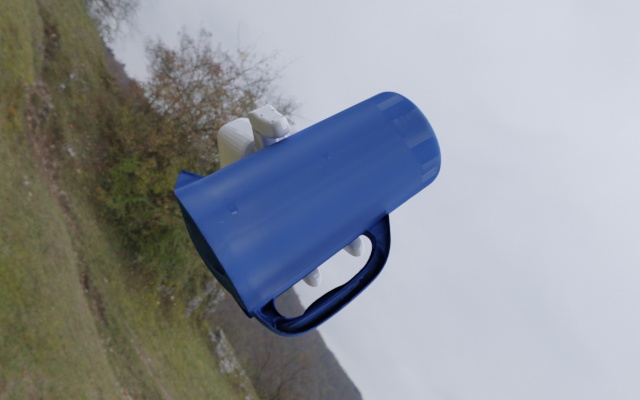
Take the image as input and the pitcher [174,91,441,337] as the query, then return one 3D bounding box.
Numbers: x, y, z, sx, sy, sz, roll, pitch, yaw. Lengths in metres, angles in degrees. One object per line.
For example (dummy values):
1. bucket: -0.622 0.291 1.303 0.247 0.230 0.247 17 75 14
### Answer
1. pitcher: 0.000 0.001 0.459 0.243 0.149 0.145 -31 31 -17
